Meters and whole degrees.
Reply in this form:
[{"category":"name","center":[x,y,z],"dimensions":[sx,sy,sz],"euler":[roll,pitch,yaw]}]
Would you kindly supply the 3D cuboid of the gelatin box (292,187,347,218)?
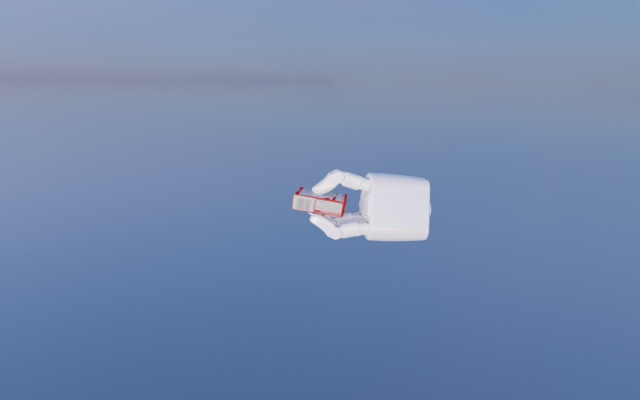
[{"category":"gelatin box","center":[0.000,0.002,0.829],"dimensions":[0.089,0.030,0.073],"euler":[10,13,4]}]
